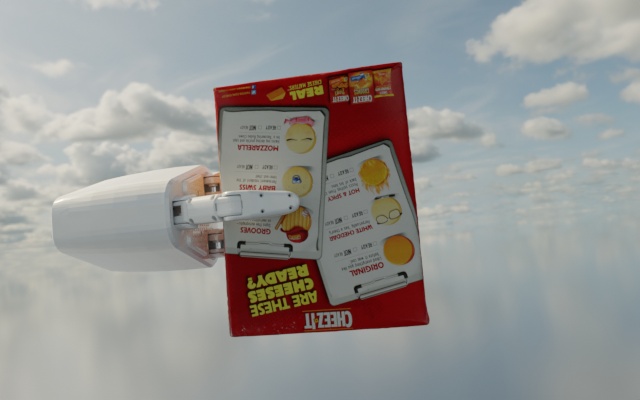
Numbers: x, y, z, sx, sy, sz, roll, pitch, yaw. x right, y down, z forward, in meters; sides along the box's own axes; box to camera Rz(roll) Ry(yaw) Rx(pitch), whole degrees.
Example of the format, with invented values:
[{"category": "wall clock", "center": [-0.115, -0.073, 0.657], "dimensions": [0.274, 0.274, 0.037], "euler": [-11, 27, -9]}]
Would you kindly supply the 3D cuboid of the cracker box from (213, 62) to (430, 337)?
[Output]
[{"category": "cracker box", "center": [0.000, 0.001, 0.420], "dimensions": [0.164, 0.213, 0.072], "euler": [-6, -4, 9]}]
